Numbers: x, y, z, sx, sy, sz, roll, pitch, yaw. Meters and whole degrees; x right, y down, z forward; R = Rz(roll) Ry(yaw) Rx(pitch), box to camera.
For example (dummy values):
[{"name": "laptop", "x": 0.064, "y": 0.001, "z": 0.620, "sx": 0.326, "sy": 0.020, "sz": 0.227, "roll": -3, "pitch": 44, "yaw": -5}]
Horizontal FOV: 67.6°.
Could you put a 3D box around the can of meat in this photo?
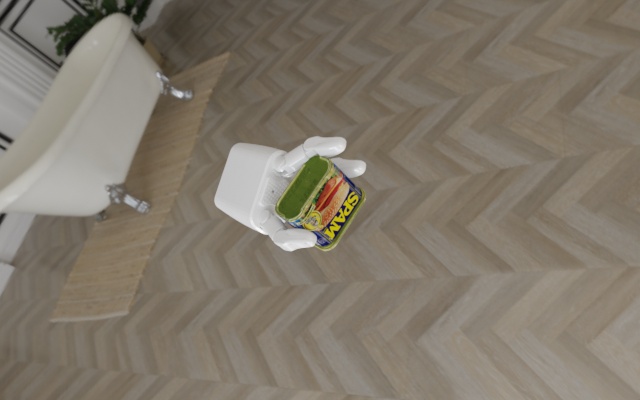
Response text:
[{"name": "can of meat", "x": 0.000, "y": 0.002, "z": 0.632, "sx": 0.057, "sy": 0.102, "sz": 0.084, "roll": 25, "pitch": -12, "yaw": 47}]
